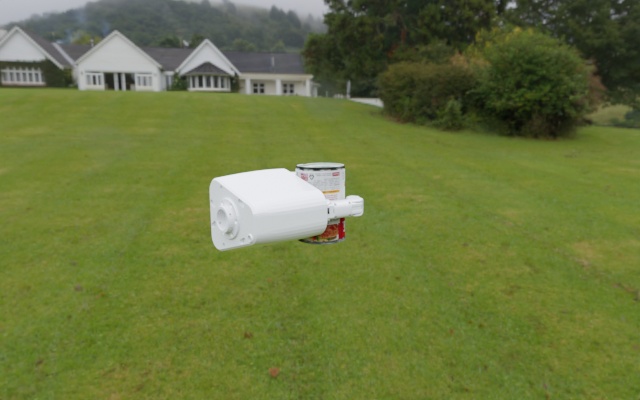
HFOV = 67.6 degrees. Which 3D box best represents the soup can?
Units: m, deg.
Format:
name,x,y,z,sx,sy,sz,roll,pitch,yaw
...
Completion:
name,x,y,z,sx,sy,sz,roll,pitch,yaw
soup can,0.001,0.002,0.652,0.068,0.102,0.068,-1,10,0
